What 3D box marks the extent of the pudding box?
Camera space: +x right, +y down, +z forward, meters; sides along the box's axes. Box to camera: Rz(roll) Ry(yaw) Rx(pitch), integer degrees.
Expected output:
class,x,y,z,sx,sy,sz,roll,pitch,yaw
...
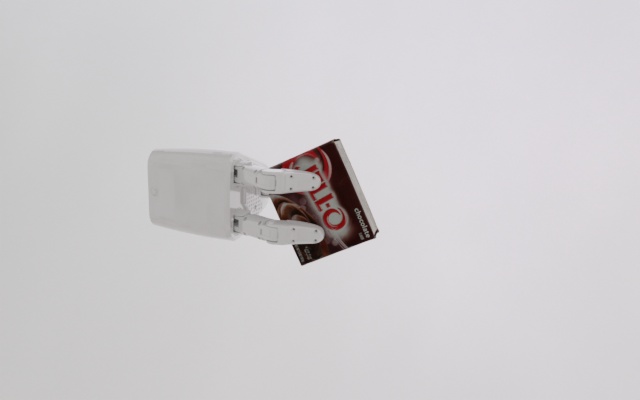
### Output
class,x,y,z,sx,sy,sz,roll,pitch,yaw
pudding box,0.000,0.002,0.513,0.090,0.113,0.039,-23,6,20
